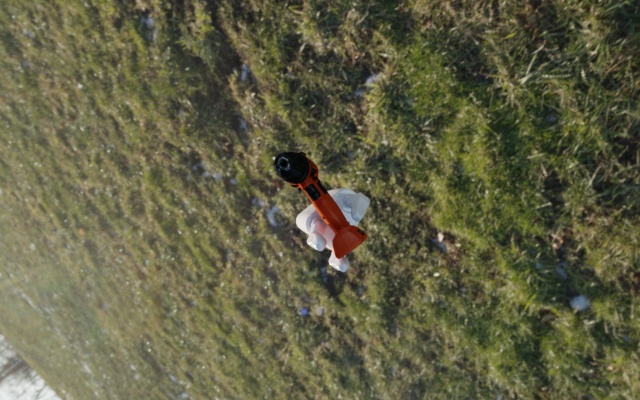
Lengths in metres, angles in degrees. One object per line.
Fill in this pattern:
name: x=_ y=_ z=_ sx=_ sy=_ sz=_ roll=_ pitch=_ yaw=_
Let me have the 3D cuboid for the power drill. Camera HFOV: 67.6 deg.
power drill: x=0.000 y=0.003 z=0.780 sx=0.057 sy=0.187 sz=0.184 roll=-34 pitch=-6 yaw=9
